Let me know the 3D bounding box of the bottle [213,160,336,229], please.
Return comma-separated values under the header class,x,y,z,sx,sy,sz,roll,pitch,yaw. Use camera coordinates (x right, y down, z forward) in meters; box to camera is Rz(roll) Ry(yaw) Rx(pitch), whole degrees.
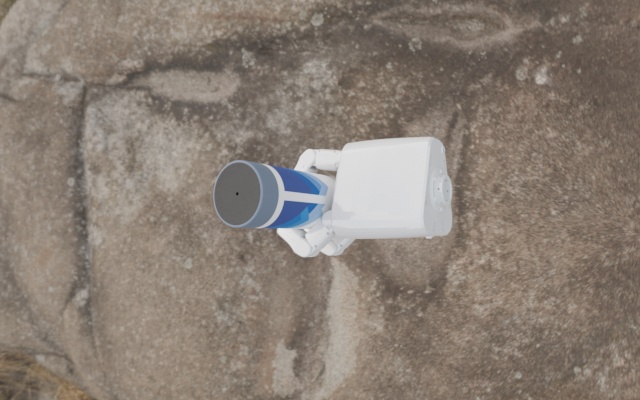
class,x,y,z,sx,sy,sz,roll,pitch,yaw
bottle,0.000,0.002,0.587,0.069,0.069,0.296,0,-3,34
